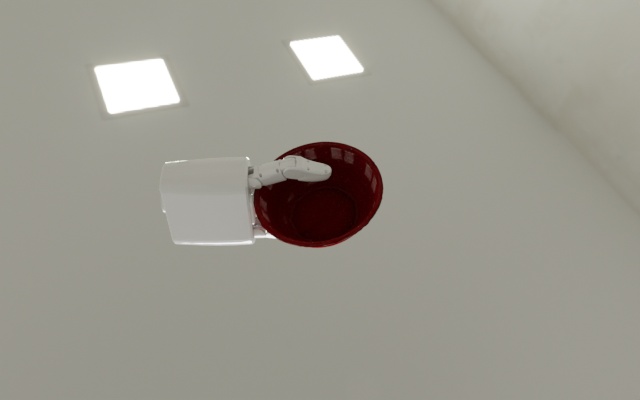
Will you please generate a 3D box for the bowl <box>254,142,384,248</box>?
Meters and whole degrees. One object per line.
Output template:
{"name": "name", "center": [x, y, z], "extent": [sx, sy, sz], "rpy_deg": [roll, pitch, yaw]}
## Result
{"name": "bowl", "center": [0.001, 0.002, 0.606], "extent": [0.162, 0.162, 0.055], "rpy_deg": [0, -36, 12]}
